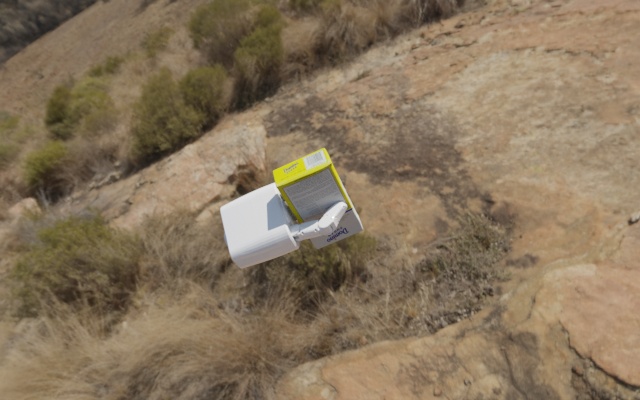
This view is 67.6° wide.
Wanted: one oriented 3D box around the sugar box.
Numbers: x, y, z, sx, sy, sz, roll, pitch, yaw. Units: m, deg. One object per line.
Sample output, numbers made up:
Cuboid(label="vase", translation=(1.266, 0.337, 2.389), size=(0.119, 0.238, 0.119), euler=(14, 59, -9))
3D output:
Cuboid(label="sugar box", translation=(0.000, 0.002, 0.792), size=(0.093, 0.048, 0.176), euler=(-23, -43, 6))
